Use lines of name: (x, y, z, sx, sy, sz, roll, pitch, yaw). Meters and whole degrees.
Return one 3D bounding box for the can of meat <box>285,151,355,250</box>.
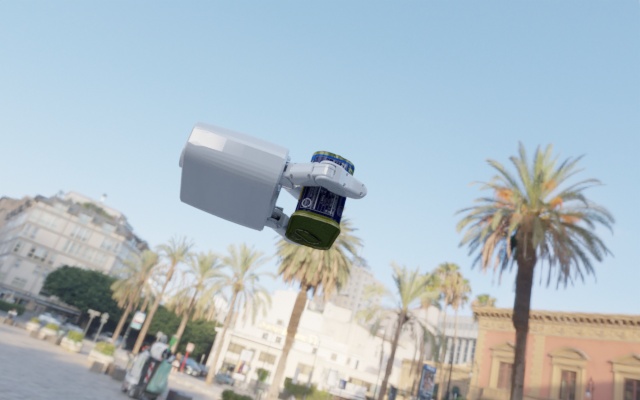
can of meat: (0.000, 0.002, 0.559, 0.057, 0.084, 0.102, 17, -23, -2)
